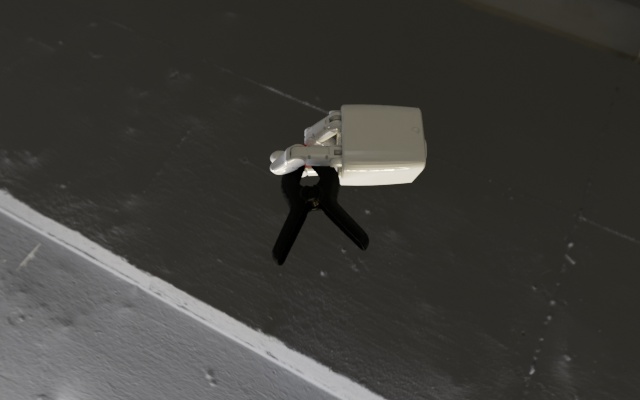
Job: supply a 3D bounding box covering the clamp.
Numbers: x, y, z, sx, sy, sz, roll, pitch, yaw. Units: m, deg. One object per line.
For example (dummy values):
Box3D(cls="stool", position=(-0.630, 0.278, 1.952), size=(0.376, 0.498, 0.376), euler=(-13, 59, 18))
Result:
Box3D(cls="clamp", position=(0.000, 0.002, 0.622), size=(0.120, 0.171, 0.039), euler=(0, -27, 0))
